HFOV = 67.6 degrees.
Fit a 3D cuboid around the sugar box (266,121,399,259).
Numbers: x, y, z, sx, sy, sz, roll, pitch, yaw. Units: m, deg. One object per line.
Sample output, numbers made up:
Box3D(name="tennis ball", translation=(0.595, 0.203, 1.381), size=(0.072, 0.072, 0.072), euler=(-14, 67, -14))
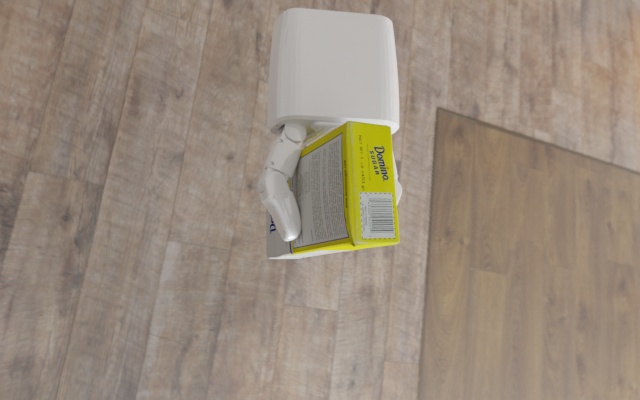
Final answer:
Box3D(name="sugar box", translation=(0.001, 0.001, 0.424), size=(0.048, 0.093, 0.176), euler=(2, -10, -24))
